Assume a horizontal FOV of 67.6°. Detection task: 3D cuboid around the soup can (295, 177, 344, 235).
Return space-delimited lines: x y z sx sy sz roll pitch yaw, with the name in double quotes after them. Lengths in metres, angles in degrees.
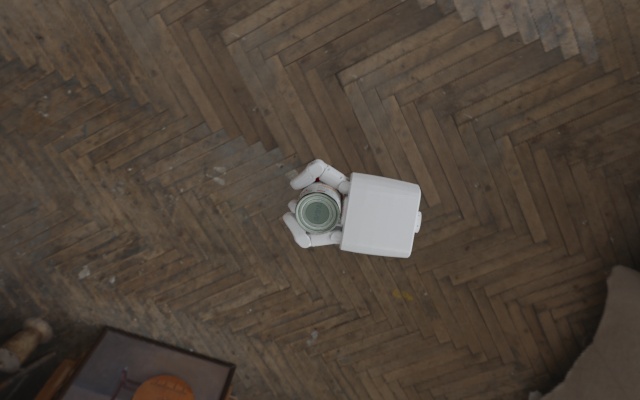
0.000 0.002 0.732 0.068 0.068 0.102 0 21 6 "soup can"
